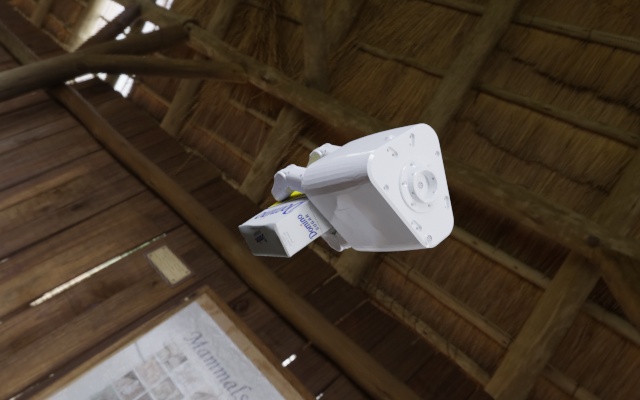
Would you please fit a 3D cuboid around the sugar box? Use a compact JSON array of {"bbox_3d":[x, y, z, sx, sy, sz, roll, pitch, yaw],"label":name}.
[{"bbox_3d":[0.000,0.001,0.555,0.176,0.048,0.093,-31,12,-31],"label":"sugar box"}]
